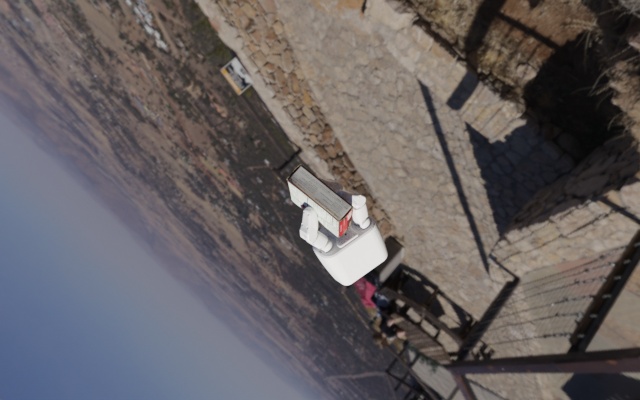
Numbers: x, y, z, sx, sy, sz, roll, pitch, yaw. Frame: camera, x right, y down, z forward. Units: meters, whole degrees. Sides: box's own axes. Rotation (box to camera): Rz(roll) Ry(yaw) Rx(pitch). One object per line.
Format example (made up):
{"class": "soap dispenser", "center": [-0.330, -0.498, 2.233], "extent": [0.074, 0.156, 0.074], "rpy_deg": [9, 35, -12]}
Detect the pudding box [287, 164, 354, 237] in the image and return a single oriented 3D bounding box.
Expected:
{"class": "pudding box", "center": [0.000, 0.003, 0.771], "extent": [0.113, 0.039, 0.090], "rpy_deg": [37, -16, 13]}
